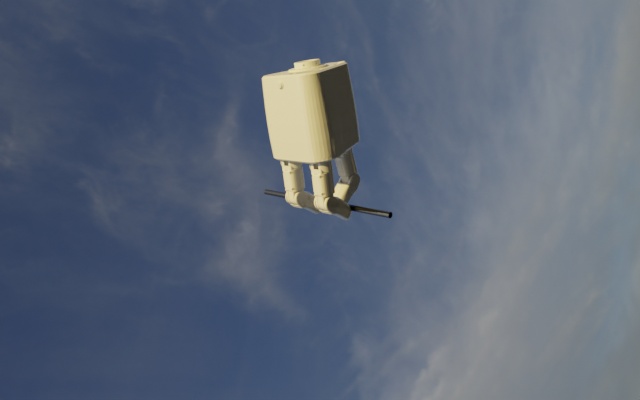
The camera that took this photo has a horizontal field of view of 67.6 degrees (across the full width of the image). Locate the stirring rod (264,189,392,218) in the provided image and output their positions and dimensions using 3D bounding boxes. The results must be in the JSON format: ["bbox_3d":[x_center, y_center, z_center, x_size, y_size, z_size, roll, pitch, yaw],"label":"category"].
[{"bbox_3d":[0.000,0.002,0.668,0.239,0.011,0.011,10,7,44],"label":"stirring rod"}]
